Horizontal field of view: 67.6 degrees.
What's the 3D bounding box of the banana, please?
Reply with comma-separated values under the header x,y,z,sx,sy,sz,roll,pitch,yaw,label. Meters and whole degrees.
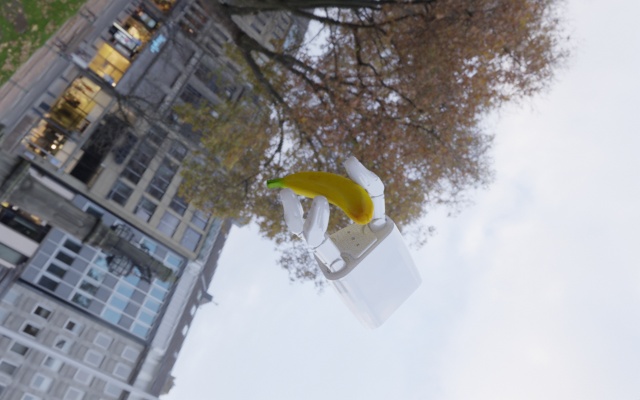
x,y,z,sx,sy,sz,roll,pitch,yaw,label
0.012,-0.007,0.605,0.069,0.037,0.197,-30,29,-30,banana
